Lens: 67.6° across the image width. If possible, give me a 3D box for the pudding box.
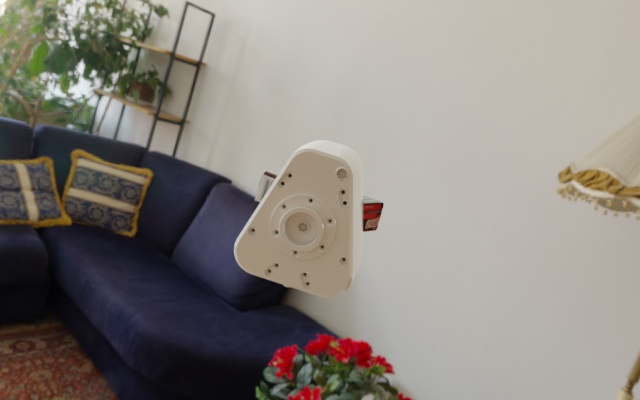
[{"bbox_3d":[0.000,0.002,0.526,0.113,0.039,0.090,24,12,31],"label":"pudding box"}]
